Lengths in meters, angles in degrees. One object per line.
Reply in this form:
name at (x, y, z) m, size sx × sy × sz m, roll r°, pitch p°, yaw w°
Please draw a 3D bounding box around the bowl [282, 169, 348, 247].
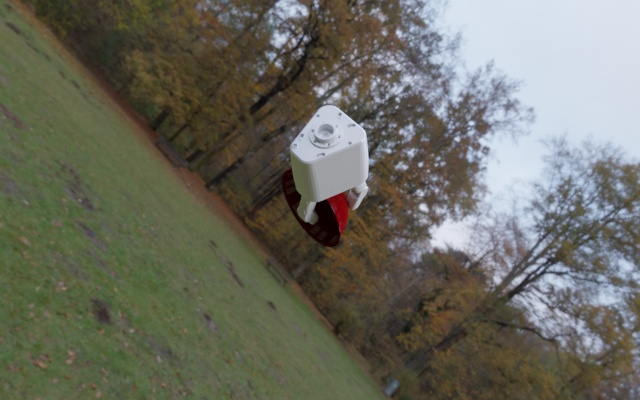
bowl at (0.000, 0.003, 0.864) m, size 0.055 × 0.162 × 0.162 m, roll -33°, pitch 16°, yaw -26°
